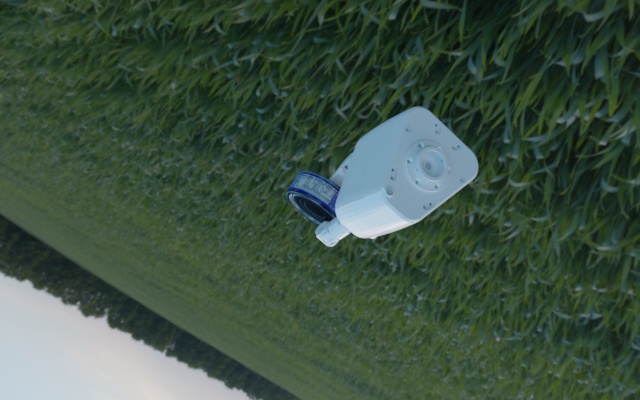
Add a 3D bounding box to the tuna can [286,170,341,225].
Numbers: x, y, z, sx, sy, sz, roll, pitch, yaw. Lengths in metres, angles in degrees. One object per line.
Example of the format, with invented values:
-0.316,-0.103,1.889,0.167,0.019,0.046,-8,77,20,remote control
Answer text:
0.000,0.002,0.597,0.086,0.033,0.086,32,-17,11,tuna can
